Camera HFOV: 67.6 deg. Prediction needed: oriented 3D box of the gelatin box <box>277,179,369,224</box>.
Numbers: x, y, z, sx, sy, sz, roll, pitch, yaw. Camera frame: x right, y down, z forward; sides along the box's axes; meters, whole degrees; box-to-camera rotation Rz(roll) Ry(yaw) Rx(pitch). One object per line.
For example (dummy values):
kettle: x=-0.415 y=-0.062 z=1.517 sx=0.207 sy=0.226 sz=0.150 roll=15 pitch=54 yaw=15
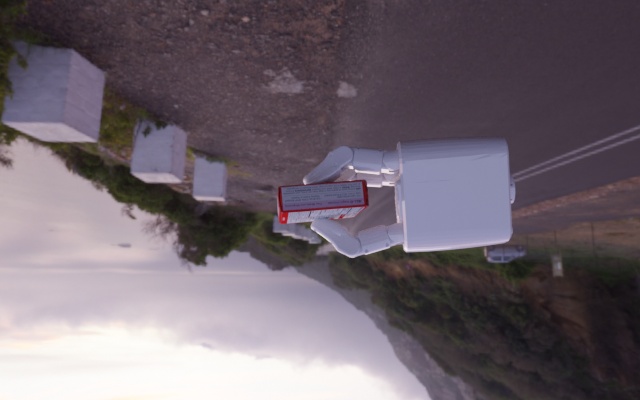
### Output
gelatin box: x=0.000 y=0.002 z=0.497 sx=0.089 sy=0.030 sz=0.073 roll=-5 pitch=-10 yaw=-6
